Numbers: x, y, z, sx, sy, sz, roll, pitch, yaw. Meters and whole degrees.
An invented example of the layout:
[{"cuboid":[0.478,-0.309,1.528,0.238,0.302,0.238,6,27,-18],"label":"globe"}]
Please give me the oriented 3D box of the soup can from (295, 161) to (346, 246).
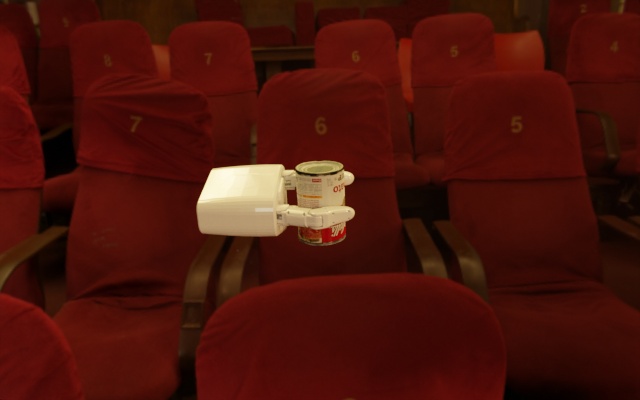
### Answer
[{"cuboid":[0.001,0.002,0.659,0.068,0.102,0.068,-2,19,1],"label":"soup can"}]
